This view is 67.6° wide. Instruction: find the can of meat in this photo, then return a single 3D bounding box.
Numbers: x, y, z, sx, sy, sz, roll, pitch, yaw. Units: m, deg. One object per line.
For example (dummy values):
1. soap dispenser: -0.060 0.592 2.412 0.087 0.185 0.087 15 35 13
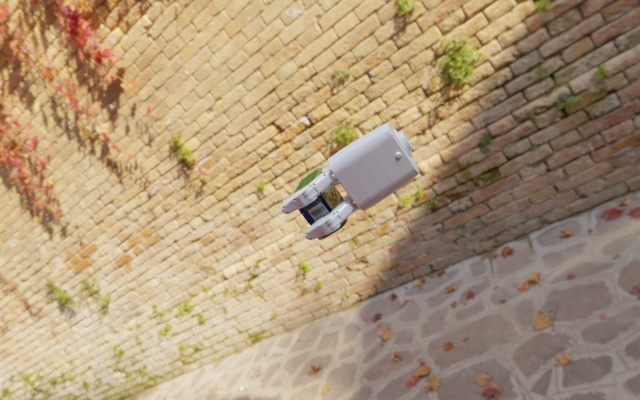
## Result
1. can of meat: 0.000 0.002 0.780 0.057 0.084 0.102 -32 14 19
